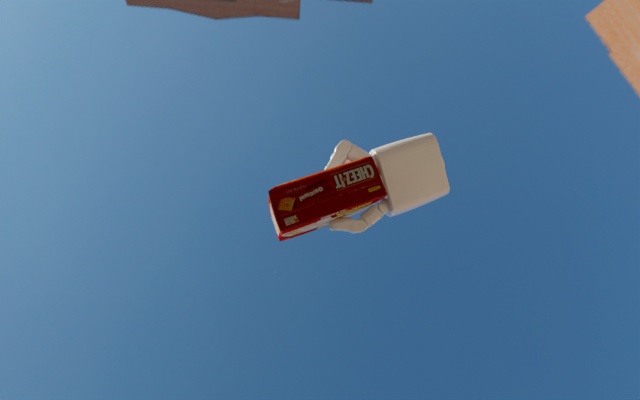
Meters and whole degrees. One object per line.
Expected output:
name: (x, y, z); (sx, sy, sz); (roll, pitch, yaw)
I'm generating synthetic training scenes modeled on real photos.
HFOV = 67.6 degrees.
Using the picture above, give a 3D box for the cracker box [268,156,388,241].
cracker box: (0.000, 0.003, 0.779); (0.164, 0.072, 0.214); (-19, -6, -8)
